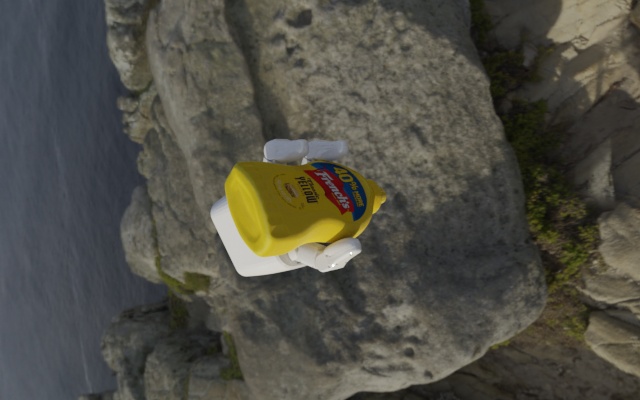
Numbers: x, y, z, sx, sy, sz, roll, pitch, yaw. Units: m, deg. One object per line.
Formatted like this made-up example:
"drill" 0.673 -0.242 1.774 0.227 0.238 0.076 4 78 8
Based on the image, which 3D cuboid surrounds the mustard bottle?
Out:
"mustard bottle" 0.000 0.002 0.512 0.191 0.096 0.058 -5 -35 -40
